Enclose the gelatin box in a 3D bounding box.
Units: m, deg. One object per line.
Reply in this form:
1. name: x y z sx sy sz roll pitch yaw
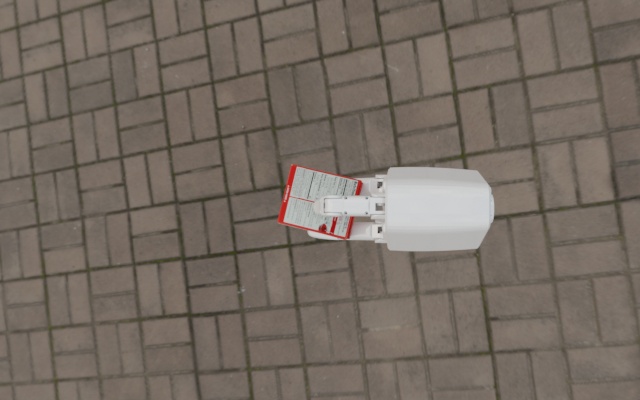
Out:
1. gelatin box: 0.000 0.002 0.576 0.089 0.073 0.030 13 0 7
